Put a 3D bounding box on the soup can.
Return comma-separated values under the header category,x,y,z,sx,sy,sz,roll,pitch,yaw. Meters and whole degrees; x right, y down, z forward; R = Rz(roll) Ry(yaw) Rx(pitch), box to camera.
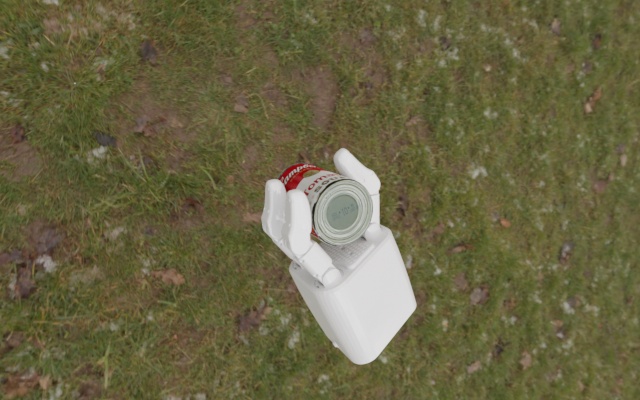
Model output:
category,x,y,z,sx,sy,sz,roll,pitch,yaw
soup can,0.000,0.001,0.496,0.068,0.068,0.102,0,12,-27
